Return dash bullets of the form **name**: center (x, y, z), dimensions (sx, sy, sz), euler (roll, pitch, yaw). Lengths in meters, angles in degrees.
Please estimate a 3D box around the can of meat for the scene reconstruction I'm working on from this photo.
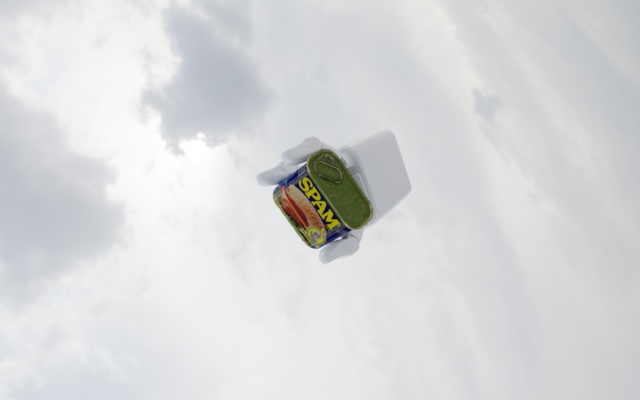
- **can of meat**: center (0.000, 0.002, 0.583), dimensions (0.084, 0.102, 0.057), euler (-34, 2, 45)
